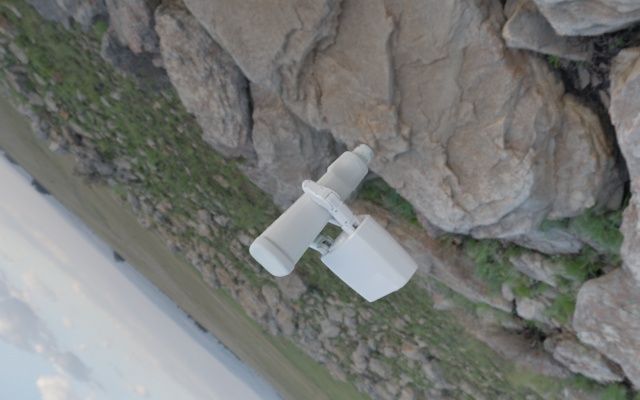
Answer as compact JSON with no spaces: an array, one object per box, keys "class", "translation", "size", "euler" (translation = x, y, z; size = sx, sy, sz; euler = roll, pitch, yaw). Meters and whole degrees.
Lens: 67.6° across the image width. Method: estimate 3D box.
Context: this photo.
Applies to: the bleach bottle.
[{"class":"bleach bottle","translation":[0.000,0.002,0.735],"size":[0.068,0.250,0.102],"euler":[44,-21,-4]}]
